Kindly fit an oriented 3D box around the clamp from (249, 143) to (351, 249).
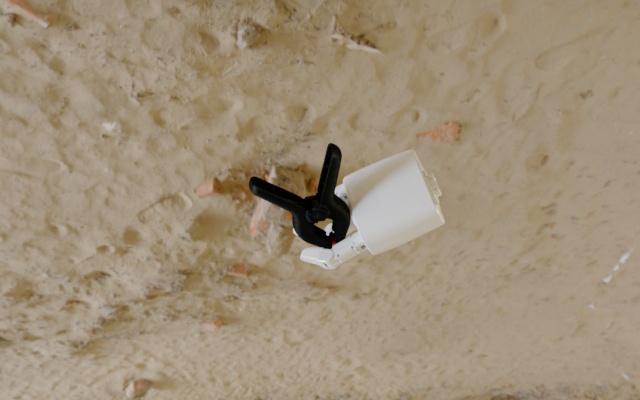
[{"bbox_3d":[0.000,0.003,0.625,0.120,0.039,0.171,-25,-47,16],"label":"clamp"}]
